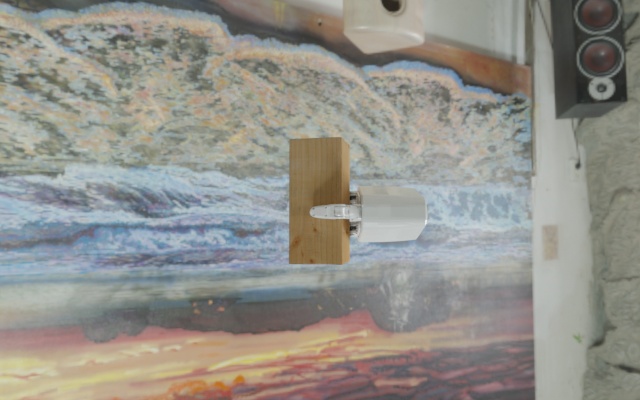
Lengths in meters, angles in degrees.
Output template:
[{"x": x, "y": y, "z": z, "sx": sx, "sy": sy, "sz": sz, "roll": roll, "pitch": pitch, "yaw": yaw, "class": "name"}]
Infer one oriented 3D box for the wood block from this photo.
[{"x": 0.000, "y": 0.003, "z": 0.813, "sx": 0.090, "sy": 0.206, "sz": 0.091, "roll": -1, "pitch": -4, "yaw": 12, "class": "wood block"}]
